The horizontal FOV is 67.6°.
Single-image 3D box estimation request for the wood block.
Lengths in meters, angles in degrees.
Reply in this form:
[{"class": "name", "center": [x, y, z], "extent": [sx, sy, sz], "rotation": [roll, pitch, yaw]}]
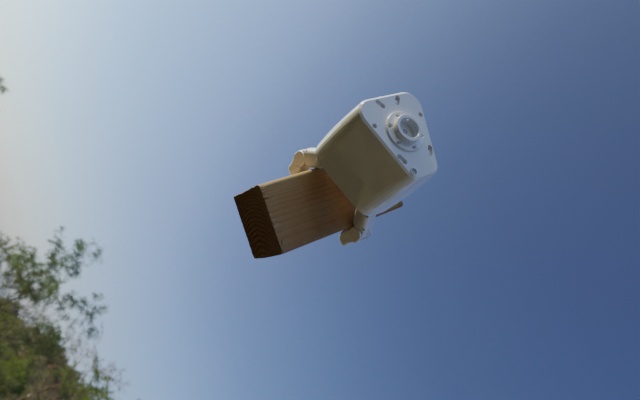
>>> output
[{"class": "wood block", "center": [0.001, 0.002, 0.660], "extent": [0.206, 0.091, 0.090], "rotation": [-18, 0, -32]}]
